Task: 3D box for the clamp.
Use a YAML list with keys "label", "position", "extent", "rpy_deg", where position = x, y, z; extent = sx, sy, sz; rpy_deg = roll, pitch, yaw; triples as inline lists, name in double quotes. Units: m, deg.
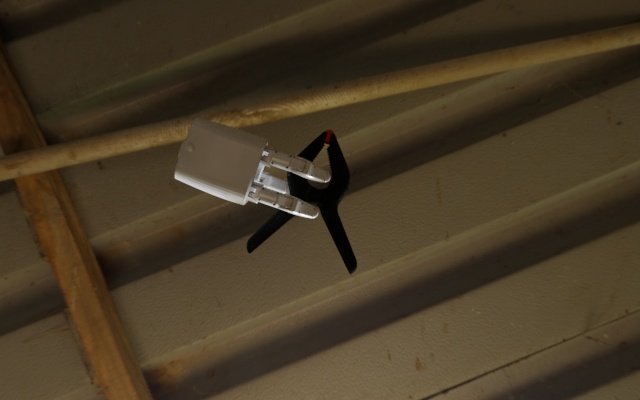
- label: "clamp"
  position: [0.000, 0.002, 0.709]
  extent: [0.164, 0.210, 0.036]
  rpy_deg: [19, -6, -7]
